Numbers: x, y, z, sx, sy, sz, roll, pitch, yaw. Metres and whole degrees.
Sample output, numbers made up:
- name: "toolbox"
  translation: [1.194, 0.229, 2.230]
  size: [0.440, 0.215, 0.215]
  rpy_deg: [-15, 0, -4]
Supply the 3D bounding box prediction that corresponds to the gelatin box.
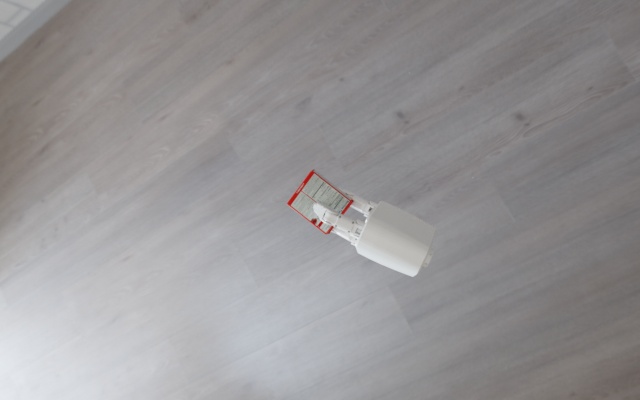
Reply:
- name: "gelatin box"
  translation: [0.000, 0.002, 0.808]
  size: [0.089, 0.073, 0.030]
  rpy_deg: [38, 11, 5]
